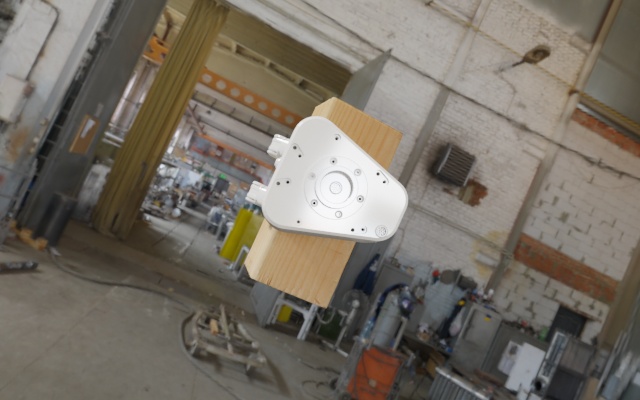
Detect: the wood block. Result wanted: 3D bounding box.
[{"bbox_3d":[0.001,0.002,0.541,0.091,0.206,0.090,25,-3,-14],"label":"wood block"}]
